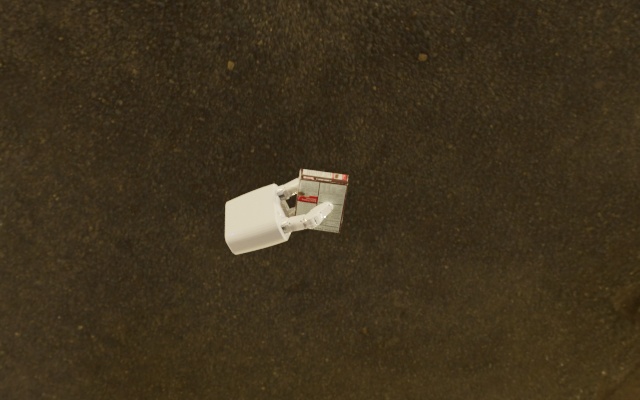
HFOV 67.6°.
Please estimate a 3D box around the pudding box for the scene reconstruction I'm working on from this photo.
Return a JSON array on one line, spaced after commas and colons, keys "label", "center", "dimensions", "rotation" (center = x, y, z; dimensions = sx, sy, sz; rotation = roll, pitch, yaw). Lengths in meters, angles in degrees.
[{"label": "pudding box", "center": [0.000, 0.003, 0.884], "dimensions": [0.090, 0.114, 0.039], "rotation": [7, 33, -3]}]
